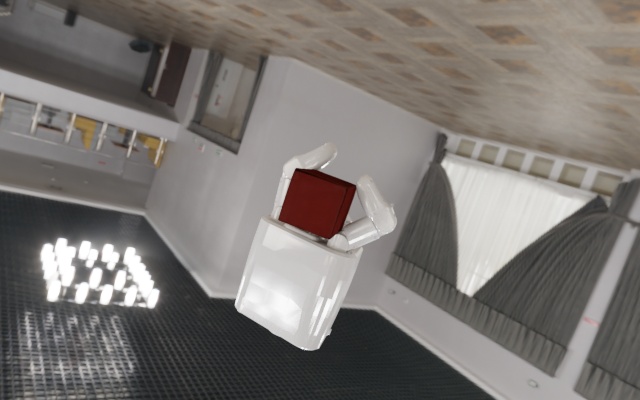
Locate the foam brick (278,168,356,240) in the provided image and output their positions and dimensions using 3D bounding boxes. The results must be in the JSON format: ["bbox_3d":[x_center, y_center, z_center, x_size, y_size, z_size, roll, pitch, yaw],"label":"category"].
[{"bbox_3d":[0.000,0.001,0.459,0.053,0.051,0.078,21,7,10],"label":"foam brick"}]
